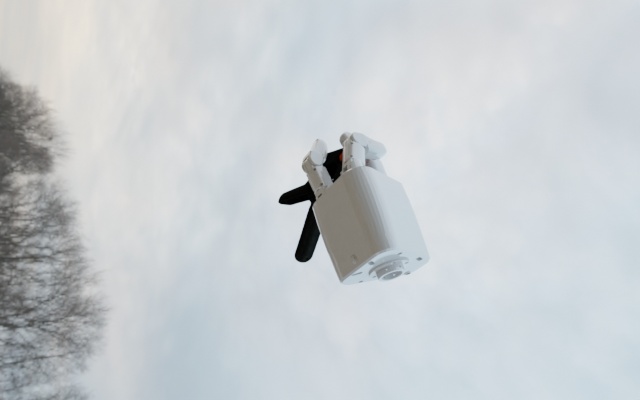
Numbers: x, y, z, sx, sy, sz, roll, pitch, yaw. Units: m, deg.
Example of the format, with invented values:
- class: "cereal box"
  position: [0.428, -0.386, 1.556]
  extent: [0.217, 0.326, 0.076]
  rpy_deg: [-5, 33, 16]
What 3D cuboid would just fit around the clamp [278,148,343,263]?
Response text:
- class: "clamp"
  position: [0.001, 0.002, 0.644]
  extent: [0.039, 0.120, 0.171]
  rpy_deg: [5, -35, -37]
